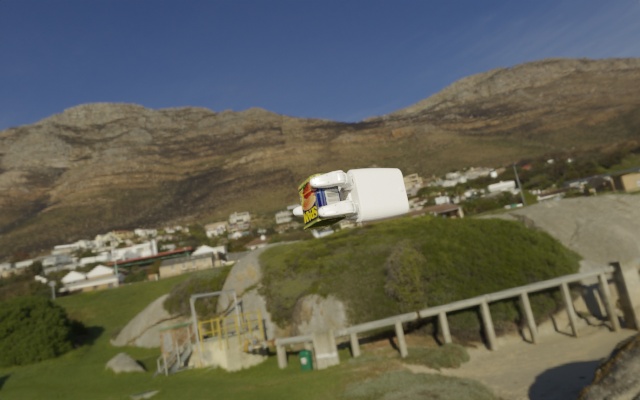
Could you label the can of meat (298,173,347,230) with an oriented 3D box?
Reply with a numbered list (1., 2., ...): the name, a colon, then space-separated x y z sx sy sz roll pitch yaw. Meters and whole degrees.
1. can of meat: 0.000 0.003 0.884 0.057 0.084 0.102 -6 -12 -23
